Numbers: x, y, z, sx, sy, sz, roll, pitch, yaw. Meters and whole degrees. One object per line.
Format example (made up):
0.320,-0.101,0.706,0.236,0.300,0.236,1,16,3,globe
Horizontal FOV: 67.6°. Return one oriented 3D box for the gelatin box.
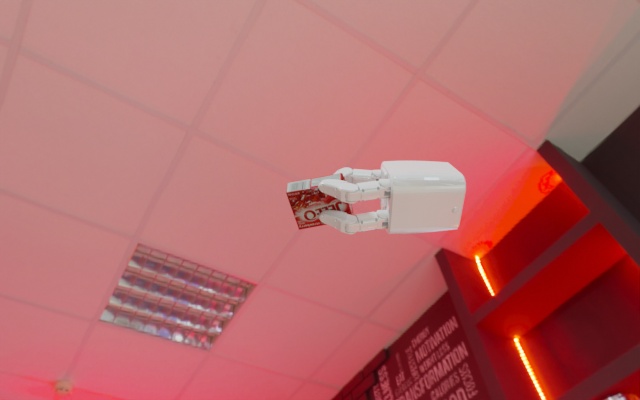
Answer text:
0.000,0.002,0.725,0.089,0.073,0.030,-10,35,10,gelatin box
